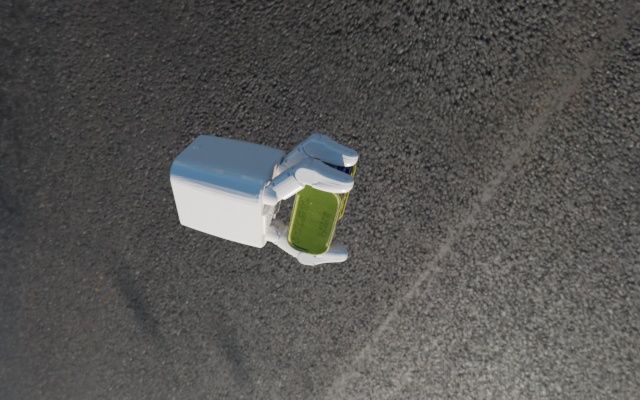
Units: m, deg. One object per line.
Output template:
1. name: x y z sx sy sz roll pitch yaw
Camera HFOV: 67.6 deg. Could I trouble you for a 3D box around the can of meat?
1. can of meat: 0.000 0.002 0.559 0.057 0.102 0.084 17 33 4
